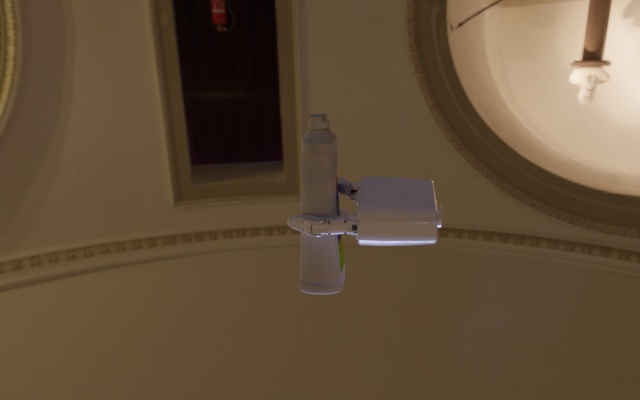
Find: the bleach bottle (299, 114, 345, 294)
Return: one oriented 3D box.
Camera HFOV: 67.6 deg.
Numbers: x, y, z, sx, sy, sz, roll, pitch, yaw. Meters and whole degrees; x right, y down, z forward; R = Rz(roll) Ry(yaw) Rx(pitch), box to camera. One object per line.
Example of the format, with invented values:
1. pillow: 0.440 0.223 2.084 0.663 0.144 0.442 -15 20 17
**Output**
1. bleach bottle: 0.000 0.002 0.699 0.068 0.251 0.102 0 16 6
